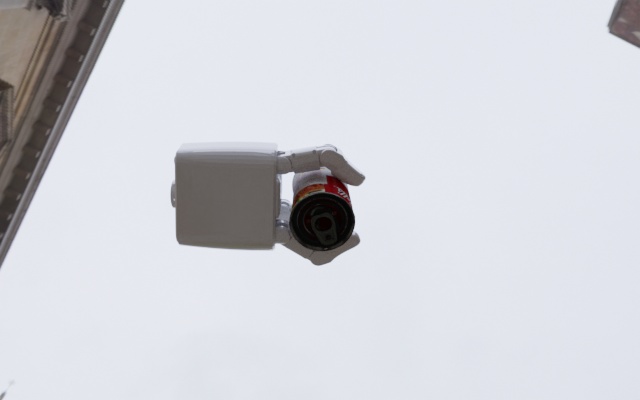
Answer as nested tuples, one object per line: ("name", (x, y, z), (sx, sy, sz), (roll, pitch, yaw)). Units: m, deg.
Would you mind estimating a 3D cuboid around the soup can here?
("soup can", (0.001, 0.002, 0.532), (0.068, 0.068, 0.102), (0, 25, -2))
